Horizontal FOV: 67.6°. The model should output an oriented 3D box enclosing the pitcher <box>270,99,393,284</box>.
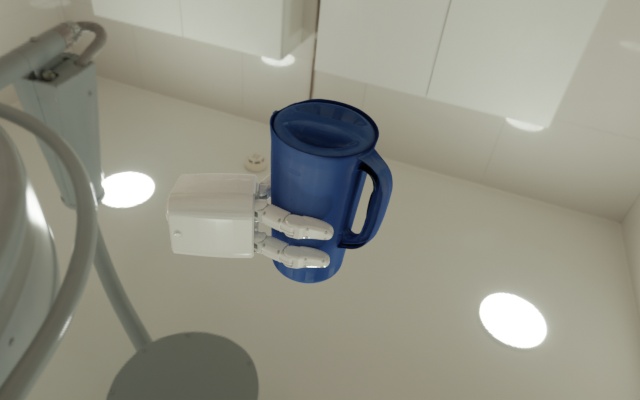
[{"bbox_3d":[0.000,0.002,0.641,0.145,0.243,0.149,2,40,-7],"label":"pitcher"}]
